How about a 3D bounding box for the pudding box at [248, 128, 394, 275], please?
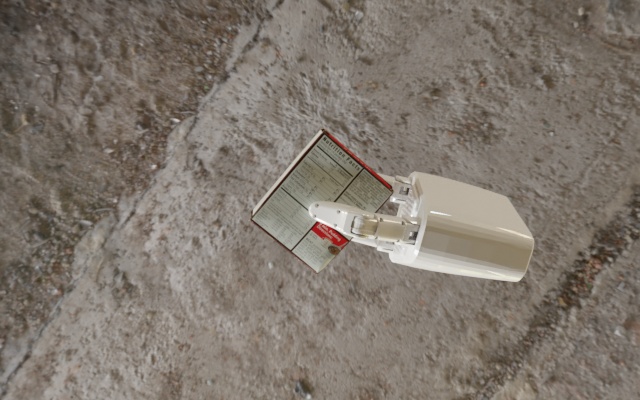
[{"bbox_3d":[0.000,0.002,0.459,0.090,0.113,0.039,40,6,-8],"label":"pudding box"}]
